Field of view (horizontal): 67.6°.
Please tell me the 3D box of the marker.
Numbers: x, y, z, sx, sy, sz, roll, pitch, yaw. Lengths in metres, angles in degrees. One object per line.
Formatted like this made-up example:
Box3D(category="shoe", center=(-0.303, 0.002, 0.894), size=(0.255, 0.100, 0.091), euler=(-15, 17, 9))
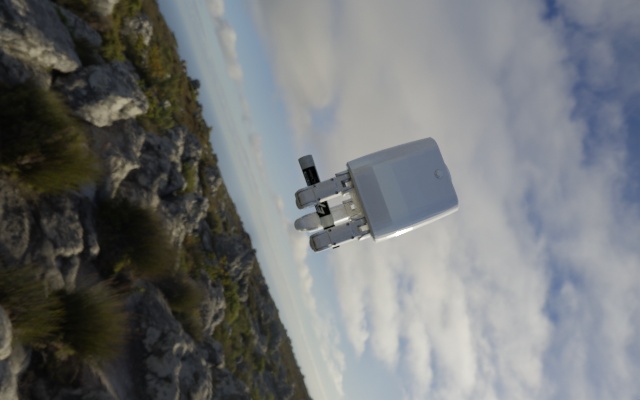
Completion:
Box3D(category="marker", center=(0.000, 0.002, 0.597), size=(0.020, 0.121, 0.020), euler=(-19, -4, -2))
